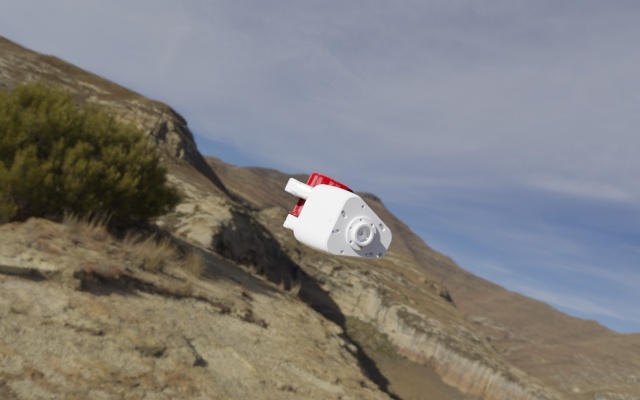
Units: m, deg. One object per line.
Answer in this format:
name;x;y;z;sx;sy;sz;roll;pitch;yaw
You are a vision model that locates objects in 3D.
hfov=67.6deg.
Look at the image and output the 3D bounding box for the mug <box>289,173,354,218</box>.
mug;0.000;0.002;0.831;0.093;0.081;0.117;28;-4;-28
